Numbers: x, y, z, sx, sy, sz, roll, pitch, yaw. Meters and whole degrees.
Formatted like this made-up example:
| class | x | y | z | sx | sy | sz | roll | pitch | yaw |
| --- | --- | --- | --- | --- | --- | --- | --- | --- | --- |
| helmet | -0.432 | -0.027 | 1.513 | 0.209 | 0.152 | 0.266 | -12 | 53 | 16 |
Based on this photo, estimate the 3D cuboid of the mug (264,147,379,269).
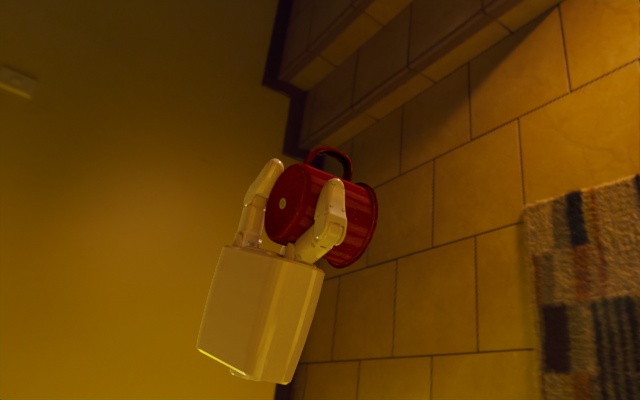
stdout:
| class | x | y | z | sx | sy | sz | roll | pitch | yaw |
| --- | --- | --- | --- | --- | --- | --- | --- | --- | --- |
| mug | 0.000 | 0.000 | 0.478 | 0.081 | 0.117 | 0.093 | 21 | -13 | -28 |
